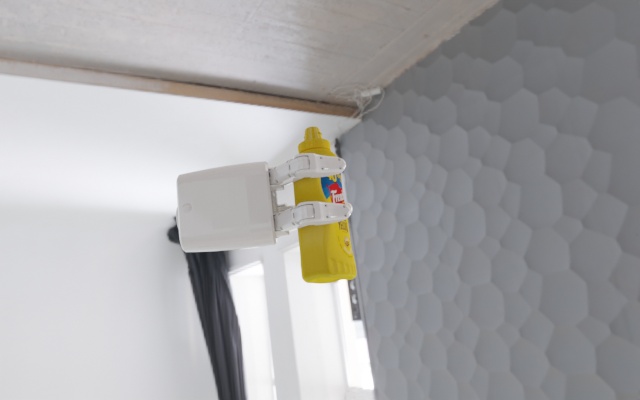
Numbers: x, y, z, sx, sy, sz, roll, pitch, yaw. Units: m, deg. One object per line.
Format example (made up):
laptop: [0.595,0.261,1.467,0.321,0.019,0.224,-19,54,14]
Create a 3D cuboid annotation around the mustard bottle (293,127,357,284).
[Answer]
mustard bottle: [0.000,0.002,0.580,0.058,0.191,0.096,-13,-15,21]
